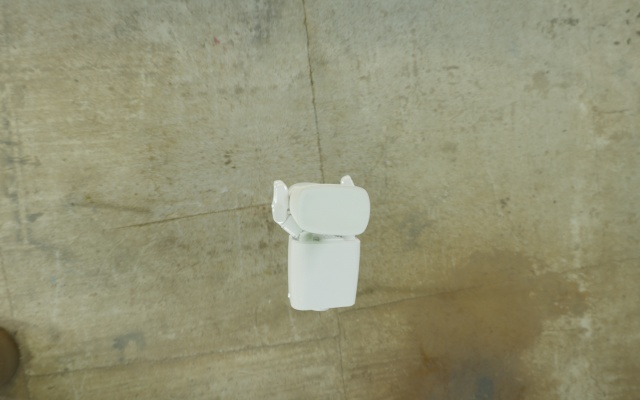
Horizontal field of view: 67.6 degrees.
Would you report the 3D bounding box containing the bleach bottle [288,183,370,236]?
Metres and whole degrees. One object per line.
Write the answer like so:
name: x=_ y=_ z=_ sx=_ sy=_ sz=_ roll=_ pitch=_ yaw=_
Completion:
bleach bottle: x=0.000 y=0.002 z=0.751 sx=0.102 sy=0.068 sz=0.251 roll=3 pitch=4 yaw=-8
